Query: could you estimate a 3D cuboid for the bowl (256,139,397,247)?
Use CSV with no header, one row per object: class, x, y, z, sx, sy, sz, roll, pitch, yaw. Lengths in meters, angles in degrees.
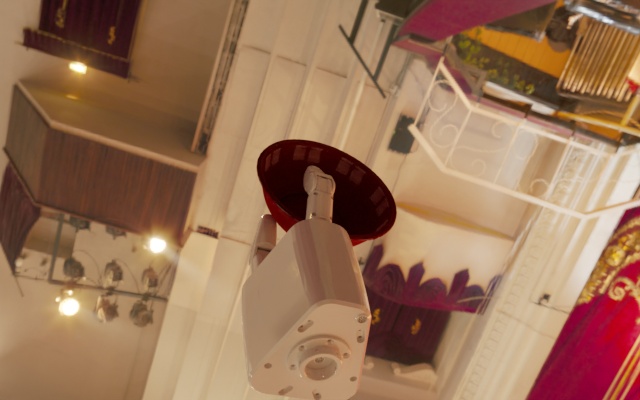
bowl,0.000,0.001,0.528,0.162,0.055,0.162,17,37,-13
